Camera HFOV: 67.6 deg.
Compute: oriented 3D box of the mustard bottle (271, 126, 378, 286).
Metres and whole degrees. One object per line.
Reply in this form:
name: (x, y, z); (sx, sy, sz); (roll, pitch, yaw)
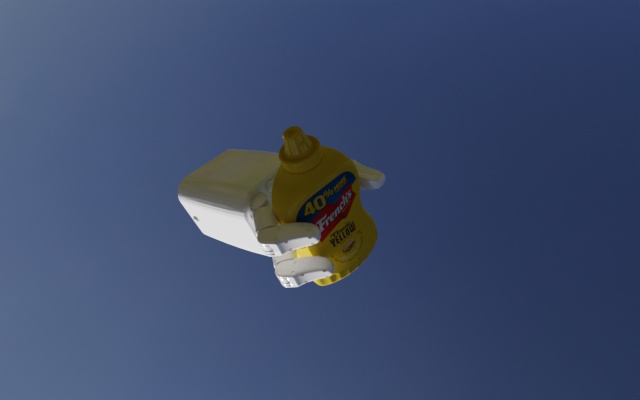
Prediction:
mustard bottle: (0.000, 0.002, 0.495); (0.096, 0.192, 0.058); (-38, 46, -15)
